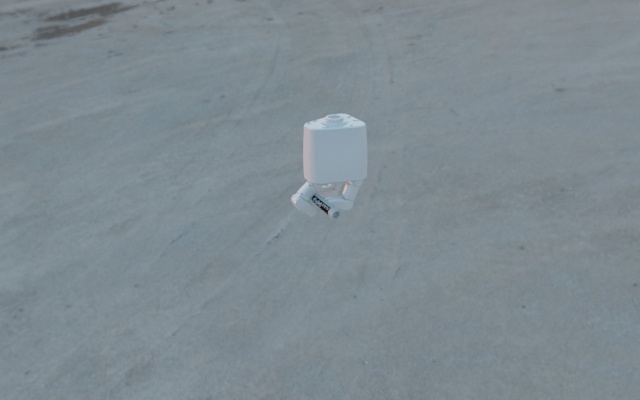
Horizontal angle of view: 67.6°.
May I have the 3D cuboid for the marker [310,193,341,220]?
[{"bbox_3d":[0.000,0.003,0.888,0.020,0.020,0.121,0,23,-30],"label":"marker"}]
